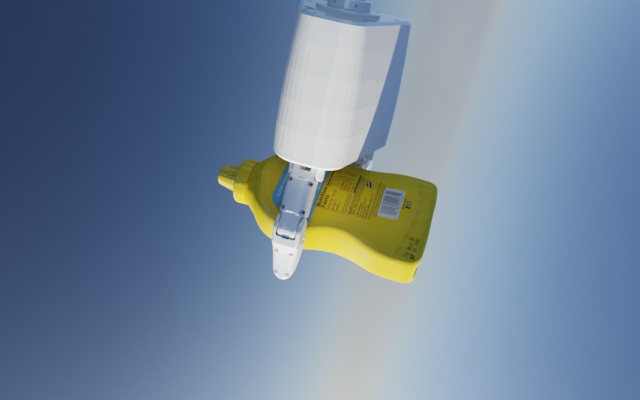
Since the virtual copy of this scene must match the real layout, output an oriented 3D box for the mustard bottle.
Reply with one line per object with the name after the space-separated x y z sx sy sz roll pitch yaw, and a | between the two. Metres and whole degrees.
0.000 0.002 0.422 0.191 0.096 0.058 16 -38 9 | mustard bottle
